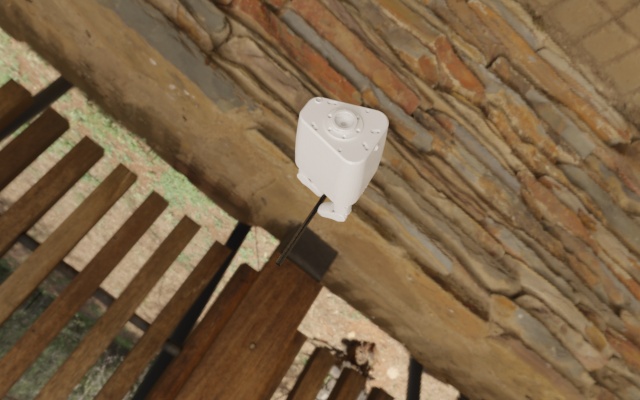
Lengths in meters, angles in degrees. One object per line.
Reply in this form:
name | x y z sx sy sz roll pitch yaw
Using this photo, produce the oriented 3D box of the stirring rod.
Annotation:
stirring rod | 0.000 0.002 0.740 0.011 0.239 0.011 27 -26 15
